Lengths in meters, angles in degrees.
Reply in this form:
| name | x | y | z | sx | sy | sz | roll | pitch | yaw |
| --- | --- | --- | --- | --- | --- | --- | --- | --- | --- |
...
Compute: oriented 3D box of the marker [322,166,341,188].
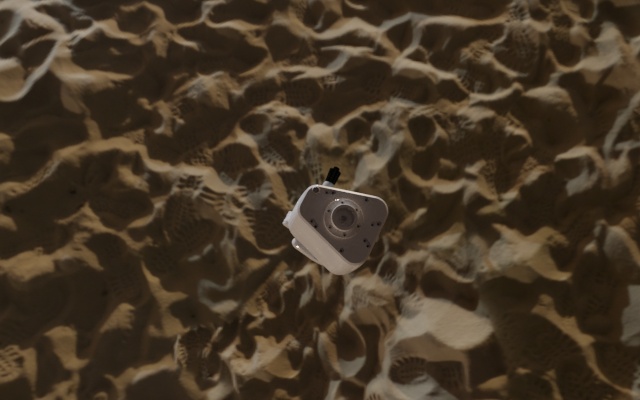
| name | x | y | z | sx | sy | sz | roll | pitch | yaw |
| --- | --- | --- | --- | --- | --- | --- | --- | --- | --- |
| marker | 0.000 | 0.002 | 0.717 | 0.020 | 0.121 | 0.020 | 24 | -15 | 7 |
